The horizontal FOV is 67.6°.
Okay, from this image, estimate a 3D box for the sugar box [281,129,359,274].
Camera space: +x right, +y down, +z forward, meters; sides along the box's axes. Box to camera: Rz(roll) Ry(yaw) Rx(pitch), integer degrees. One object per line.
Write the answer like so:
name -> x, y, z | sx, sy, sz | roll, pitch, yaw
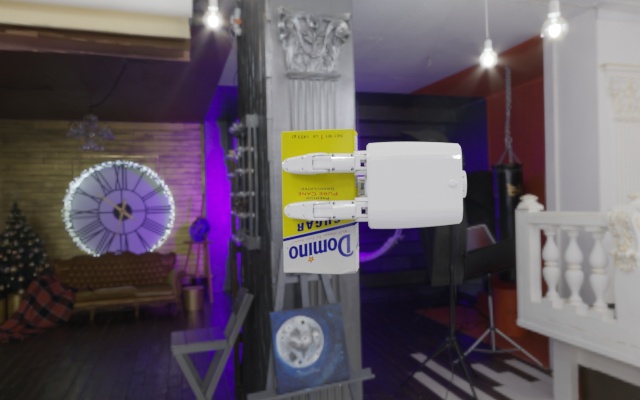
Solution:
sugar box -> 0.000, 0.002, 0.596 | 0.093, 0.176, 0.048 | -1, 0, 10
